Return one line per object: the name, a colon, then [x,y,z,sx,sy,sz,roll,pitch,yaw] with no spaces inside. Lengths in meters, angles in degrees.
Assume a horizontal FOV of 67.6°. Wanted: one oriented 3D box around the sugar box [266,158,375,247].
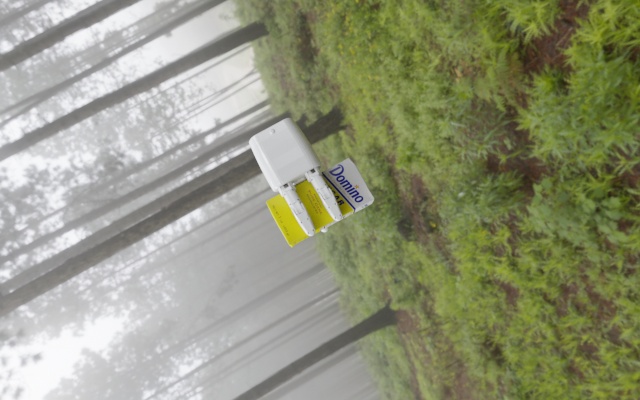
sugar box: [0.000,0.003,0.872,0.176,0.093,0.048,-29,-10,-4]
